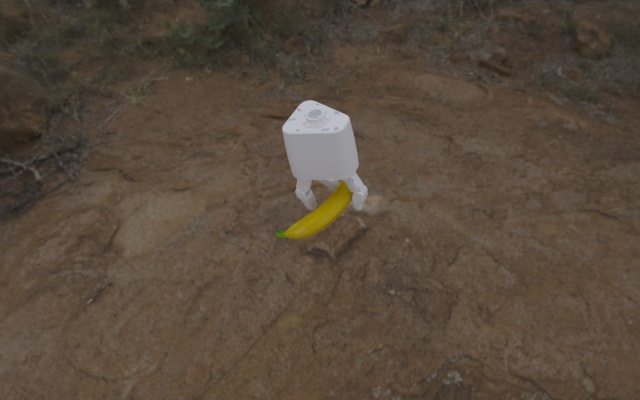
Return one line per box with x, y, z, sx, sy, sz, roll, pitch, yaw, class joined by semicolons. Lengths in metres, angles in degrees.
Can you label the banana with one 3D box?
0.009;0.013;0.882;0.197;0.037;0.069;-37;46;-17;banana
